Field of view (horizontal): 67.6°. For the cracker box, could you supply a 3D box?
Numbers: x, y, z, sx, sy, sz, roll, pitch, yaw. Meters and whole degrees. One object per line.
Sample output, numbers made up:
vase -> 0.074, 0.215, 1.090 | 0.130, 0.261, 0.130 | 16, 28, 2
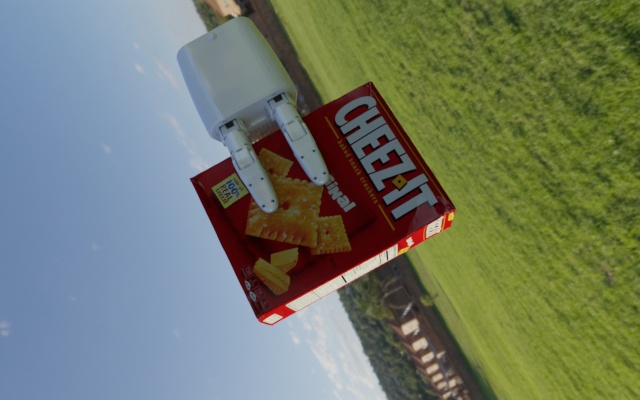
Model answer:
cracker box -> 0.000, 0.002, 0.485 | 0.213, 0.164, 0.072 | -29, -19, -1
